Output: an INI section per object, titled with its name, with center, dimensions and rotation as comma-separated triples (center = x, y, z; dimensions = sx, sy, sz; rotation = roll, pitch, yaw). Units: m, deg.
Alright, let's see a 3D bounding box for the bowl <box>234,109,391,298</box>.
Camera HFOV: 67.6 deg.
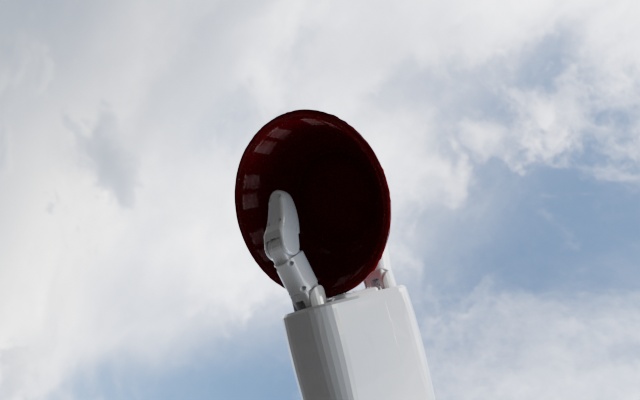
[bowl]
center = 0.000, 0.000, 0.426
dimensions = 0.162, 0.162, 0.055
rotation = 0, 8, 34
